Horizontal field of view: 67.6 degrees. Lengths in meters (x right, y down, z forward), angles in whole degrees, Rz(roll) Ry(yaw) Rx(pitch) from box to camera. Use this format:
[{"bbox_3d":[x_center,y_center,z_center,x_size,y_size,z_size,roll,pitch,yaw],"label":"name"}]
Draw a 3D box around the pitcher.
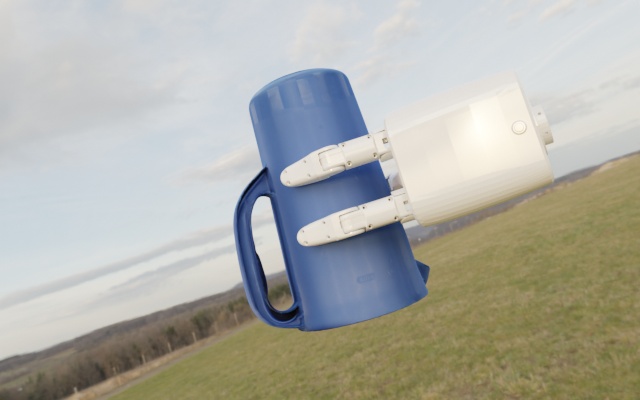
[{"bbox_3d":[0.000,0.002,0.477,0.145,0.243,0.149,-19,-6,26],"label":"pitcher"}]
